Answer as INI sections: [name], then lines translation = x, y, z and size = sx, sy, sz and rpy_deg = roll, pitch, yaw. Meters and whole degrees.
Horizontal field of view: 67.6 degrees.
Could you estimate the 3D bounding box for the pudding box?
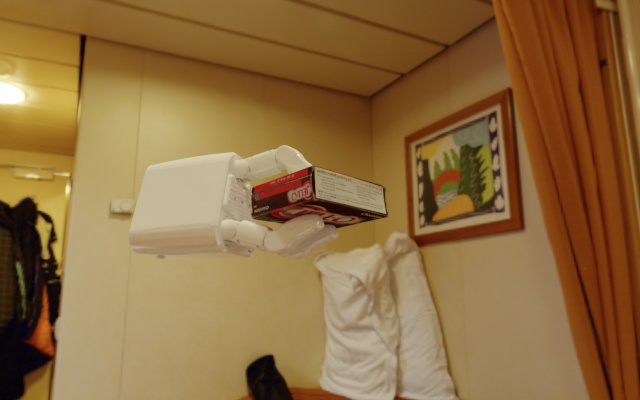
[pudding box]
translation = 0.000, 0.001, 0.486
size = 0.090, 0.039, 0.113
rpy_deg = -15, -17, 42
